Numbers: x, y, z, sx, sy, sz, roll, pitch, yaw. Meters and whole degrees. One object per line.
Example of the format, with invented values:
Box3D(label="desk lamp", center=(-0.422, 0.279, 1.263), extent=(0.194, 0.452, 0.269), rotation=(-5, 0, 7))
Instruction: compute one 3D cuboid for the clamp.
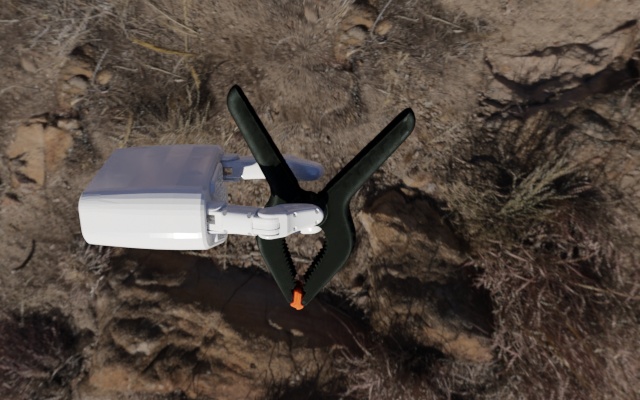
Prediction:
Box3D(label="clamp", center=(0.000, 0.002, 0.441), extent=(0.164, 0.210, 0.036), rotation=(1, 18, 1))
